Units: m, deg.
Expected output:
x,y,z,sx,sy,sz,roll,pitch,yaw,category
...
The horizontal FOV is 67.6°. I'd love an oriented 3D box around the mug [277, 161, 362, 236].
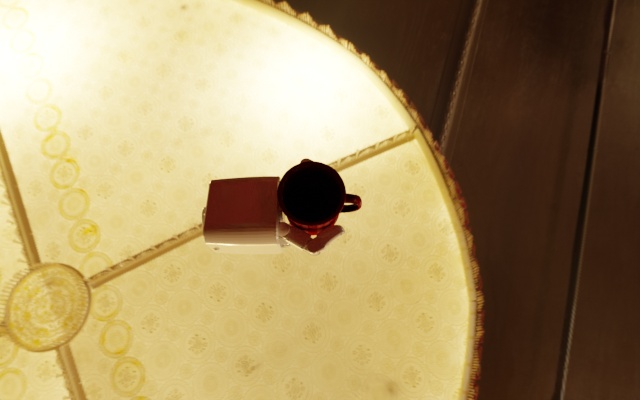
x,y,z,sx,sy,sz,roll,pitch,yaw,category
0.002,0.002,0.678,0.117,0.093,0.081,0,-18,0,mug
